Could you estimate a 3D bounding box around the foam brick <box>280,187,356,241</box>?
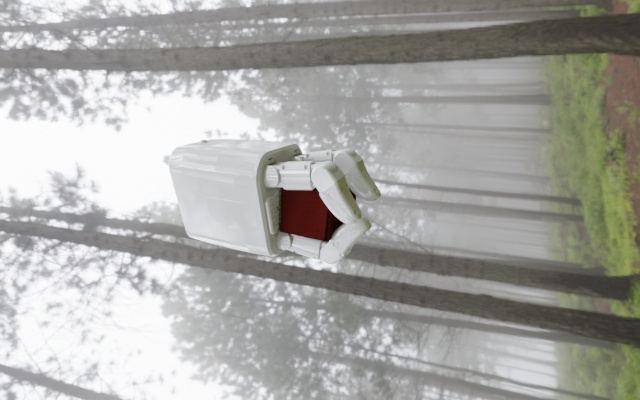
[{"bbox_3d":[0.000,0.002,0.484,0.051,0.053,0.078,10,17,21],"label":"foam brick"}]
